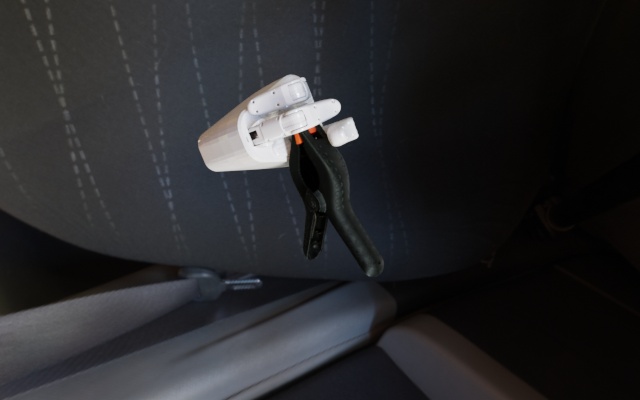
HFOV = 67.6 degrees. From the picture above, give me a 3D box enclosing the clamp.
[{"bbox_3d":[0.000,0.002,0.517,0.039,0.171,0.120,-26,11,-40],"label":"clamp"}]
